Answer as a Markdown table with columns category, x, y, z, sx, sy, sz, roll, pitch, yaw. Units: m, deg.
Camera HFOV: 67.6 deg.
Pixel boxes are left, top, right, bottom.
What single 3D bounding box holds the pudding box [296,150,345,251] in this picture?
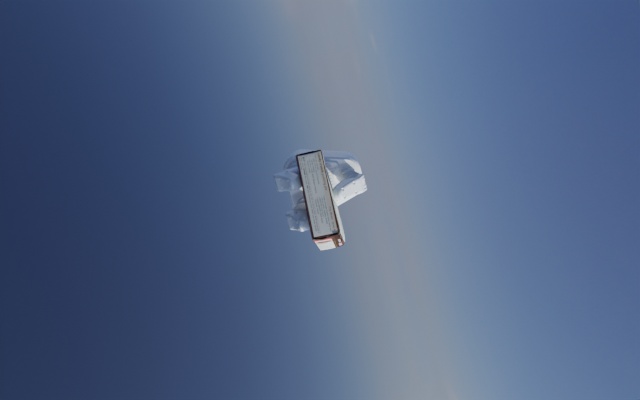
| category | x | y | z | sx | sy | sz | roll | pitch | yaw |
| --- | --- | --- | --- | --- | --- | --- | --- | --- | --- |
| pudding box | 0.000 | 0.002 | 0.617 | 0.039 | 0.113 | 0.090 | -15 | -15 | 3 |
